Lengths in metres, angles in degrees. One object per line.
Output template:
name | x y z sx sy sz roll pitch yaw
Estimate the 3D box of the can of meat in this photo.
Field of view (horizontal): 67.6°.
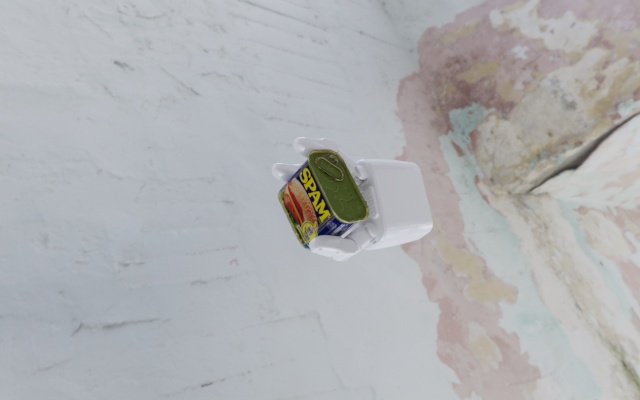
can of meat | 0.000 0.002 0.593 0.057 0.102 0.084 -8 -26 -42
